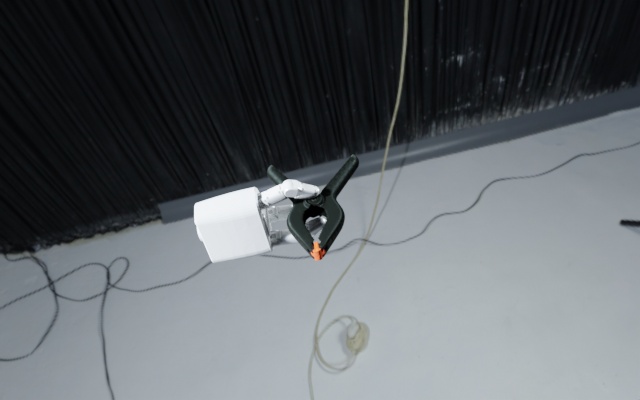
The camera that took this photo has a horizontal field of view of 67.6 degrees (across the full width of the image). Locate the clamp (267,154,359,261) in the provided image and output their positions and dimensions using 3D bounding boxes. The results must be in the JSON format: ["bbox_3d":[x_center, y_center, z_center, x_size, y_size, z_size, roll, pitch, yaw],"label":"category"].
[{"bbox_3d":[0.000,0.003,0.796,0.164,0.209,0.036,-13,-41,0],"label":"clamp"}]
